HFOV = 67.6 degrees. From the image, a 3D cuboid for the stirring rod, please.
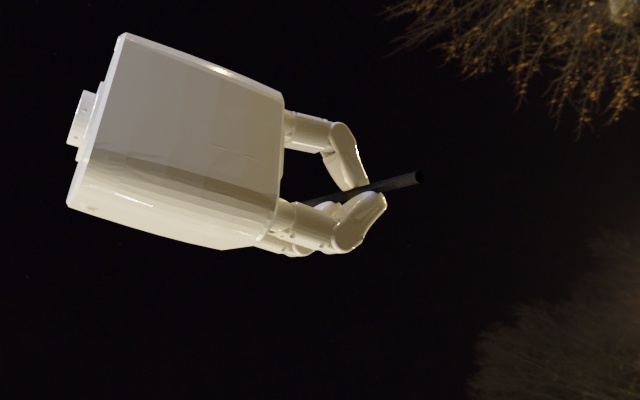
[{"bbox_3d":[0.000,0.001,0.401,0.011,0.011,0.239,0,-8,-31],"label":"stirring rod"}]
